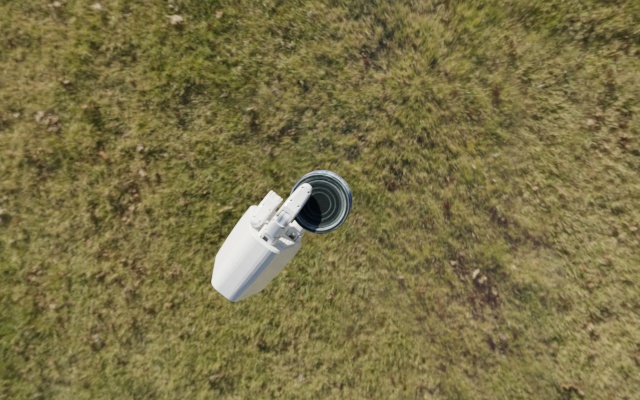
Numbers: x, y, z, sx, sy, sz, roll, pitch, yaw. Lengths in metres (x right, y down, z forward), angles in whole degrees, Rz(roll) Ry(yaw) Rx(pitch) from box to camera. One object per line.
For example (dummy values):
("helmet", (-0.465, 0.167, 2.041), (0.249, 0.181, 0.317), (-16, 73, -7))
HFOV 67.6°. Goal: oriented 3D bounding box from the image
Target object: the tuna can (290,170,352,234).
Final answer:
("tuna can", (0.000, 0.002, 0.661), (0.086, 0.086, 0.033), (0, 9, 8))
